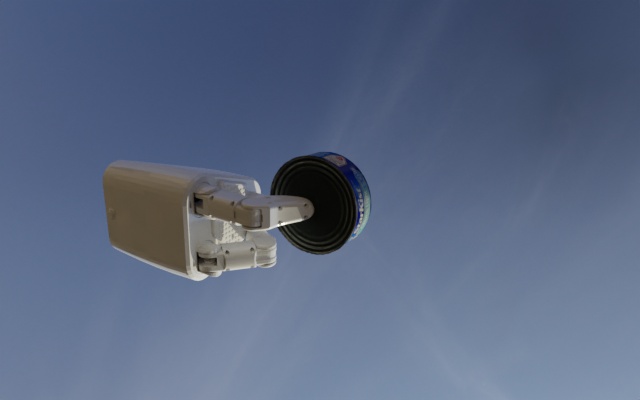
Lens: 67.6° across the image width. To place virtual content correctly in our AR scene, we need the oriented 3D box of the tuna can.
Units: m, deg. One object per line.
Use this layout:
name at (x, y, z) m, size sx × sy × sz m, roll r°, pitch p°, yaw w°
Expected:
tuna can at (0.000, 0.001, 0.414) m, size 0.086 × 0.086 × 0.033 m, roll 0°, pitch 13°, yaw 31°
